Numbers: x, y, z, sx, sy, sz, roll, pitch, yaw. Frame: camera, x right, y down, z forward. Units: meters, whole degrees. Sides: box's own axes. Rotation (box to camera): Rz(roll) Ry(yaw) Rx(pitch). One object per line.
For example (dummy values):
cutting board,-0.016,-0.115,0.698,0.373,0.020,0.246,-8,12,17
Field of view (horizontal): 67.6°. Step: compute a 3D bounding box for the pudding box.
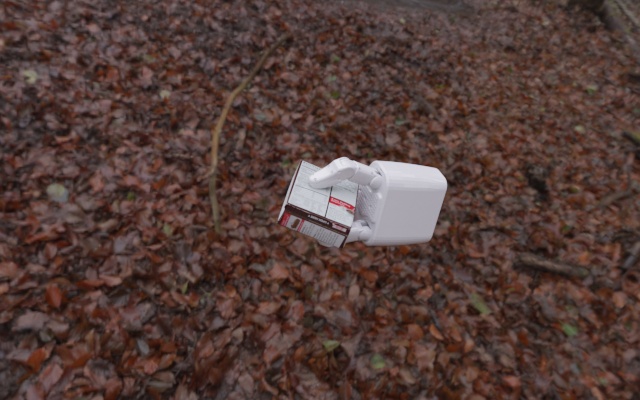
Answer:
pudding box,0.000,0.002,0.624,0.090,0.039,0.113,21,33,-5
